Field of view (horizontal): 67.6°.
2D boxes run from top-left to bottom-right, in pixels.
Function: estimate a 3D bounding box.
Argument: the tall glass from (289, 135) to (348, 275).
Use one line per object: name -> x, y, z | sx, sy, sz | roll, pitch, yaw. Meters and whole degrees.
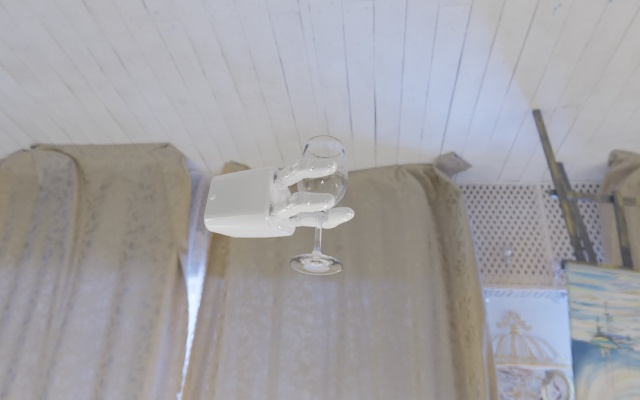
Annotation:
tall glass -> 0.000, 0.003, 0.704 | 0.079, 0.201, 0.079 | 4, -28, 2
